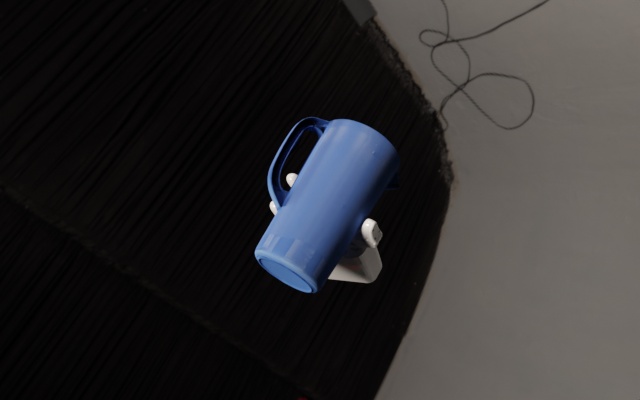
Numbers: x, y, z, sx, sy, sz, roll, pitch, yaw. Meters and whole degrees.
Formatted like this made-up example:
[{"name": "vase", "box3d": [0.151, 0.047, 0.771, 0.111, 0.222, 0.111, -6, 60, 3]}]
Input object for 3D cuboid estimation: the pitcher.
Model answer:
[{"name": "pitcher", "box3d": [0.000, 0.002, 0.706, 0.149, 0.242, 0.145, 19, -25, 30]}]
